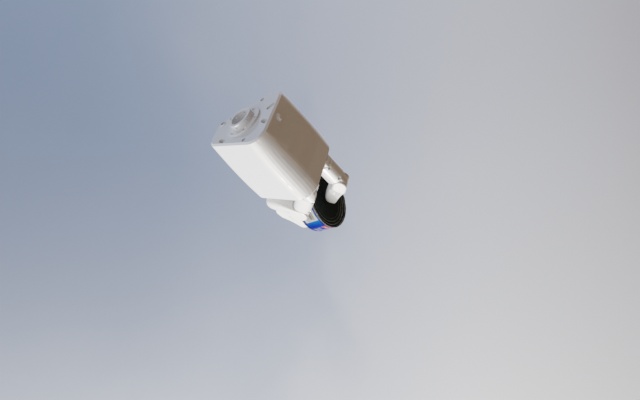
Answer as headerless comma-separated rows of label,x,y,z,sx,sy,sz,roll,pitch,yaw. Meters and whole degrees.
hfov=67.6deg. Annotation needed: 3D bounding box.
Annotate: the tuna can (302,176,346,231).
tuna can,0.000,0.003,0.718,0.034,0.086,0.086,-18,-10,35
